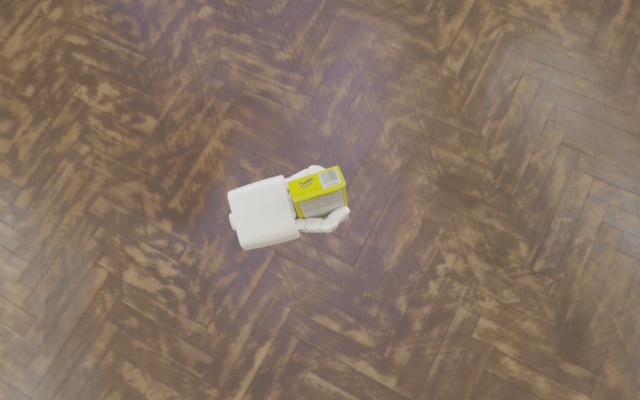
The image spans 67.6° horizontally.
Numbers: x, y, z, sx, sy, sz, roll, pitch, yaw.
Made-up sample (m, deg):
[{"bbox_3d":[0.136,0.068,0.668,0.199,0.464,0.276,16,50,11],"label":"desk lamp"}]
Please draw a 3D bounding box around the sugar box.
[{"bbox_3d":[0.000,0.002,0.870,0.093,0.048,0.176,-17,-19,-2],"label":"sugar box"}]
